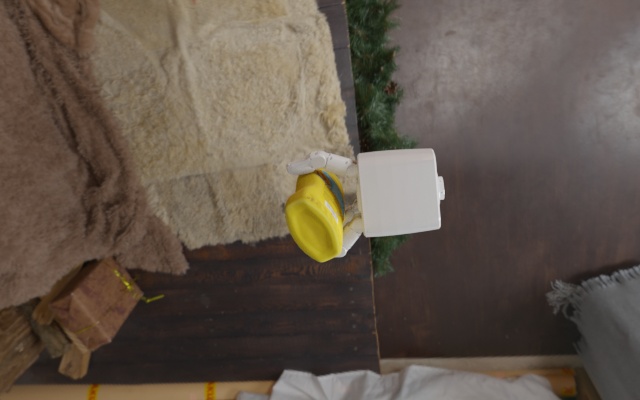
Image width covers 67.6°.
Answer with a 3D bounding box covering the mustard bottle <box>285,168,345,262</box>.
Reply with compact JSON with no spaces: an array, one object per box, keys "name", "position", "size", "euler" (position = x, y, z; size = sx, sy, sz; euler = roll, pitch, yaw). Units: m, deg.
[{"name":"mustard bottle","position":[0.000,0.002,0.692],"size":[0.058,0.096,0.191],"euler":[-29,18,18]}]
